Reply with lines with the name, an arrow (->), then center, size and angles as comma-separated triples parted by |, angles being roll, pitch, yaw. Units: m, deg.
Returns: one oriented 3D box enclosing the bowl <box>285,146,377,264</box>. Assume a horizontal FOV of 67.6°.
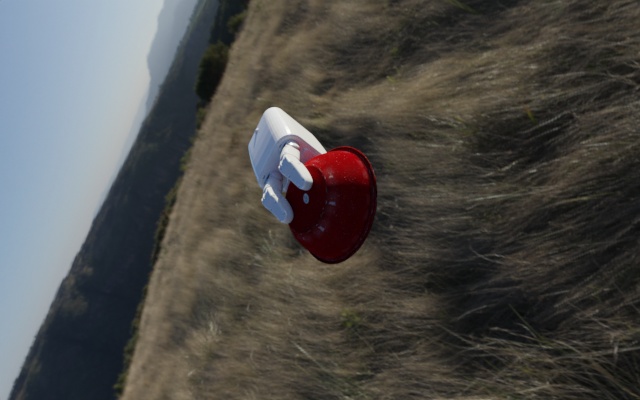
bowl -> 0.000, 0.003, 0.632 | 0.055, 0.162, 0.162 | 11, -7, -38
